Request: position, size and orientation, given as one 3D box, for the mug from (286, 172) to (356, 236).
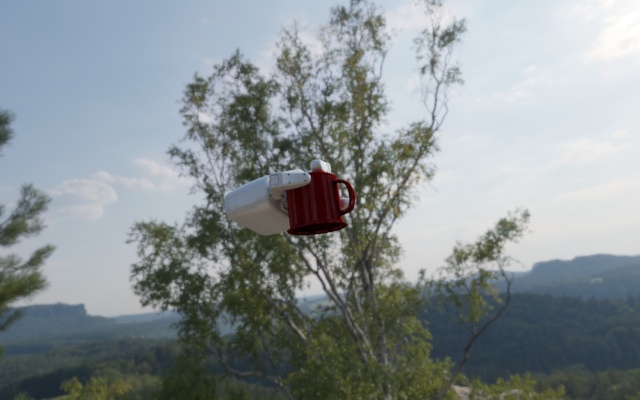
[{"bbox_3d":[0.001,0.002,0.730,0.117,0.081,0.093,-16,-16,33],"label":"mug"}]
